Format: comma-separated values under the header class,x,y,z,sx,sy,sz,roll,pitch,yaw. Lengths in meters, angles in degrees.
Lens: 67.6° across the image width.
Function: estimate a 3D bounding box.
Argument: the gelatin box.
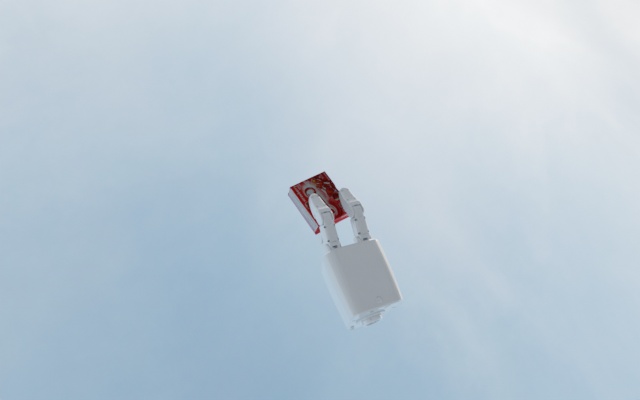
class,x,y,z,sx,sy,sz,roll,pitch,yaw
gelatin box,0.000,0.003,0.796,0.073,0.089,0.030,-26,-21,-27
